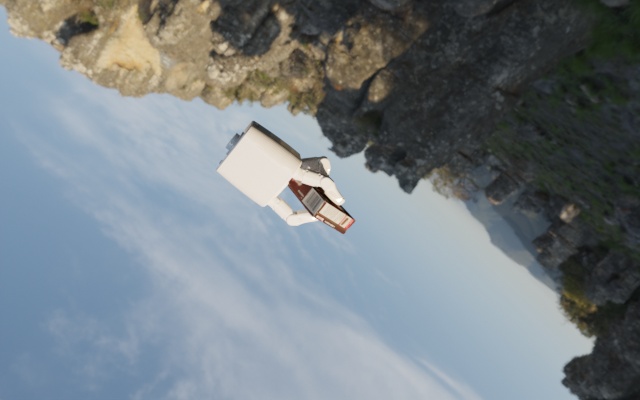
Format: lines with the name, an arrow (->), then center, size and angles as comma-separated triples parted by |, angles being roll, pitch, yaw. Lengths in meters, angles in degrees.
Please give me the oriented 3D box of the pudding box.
pudding box -> 0.000, 0.003, 0.858 | 0.090, 0.039, 0.113 | 31, 14, -42
